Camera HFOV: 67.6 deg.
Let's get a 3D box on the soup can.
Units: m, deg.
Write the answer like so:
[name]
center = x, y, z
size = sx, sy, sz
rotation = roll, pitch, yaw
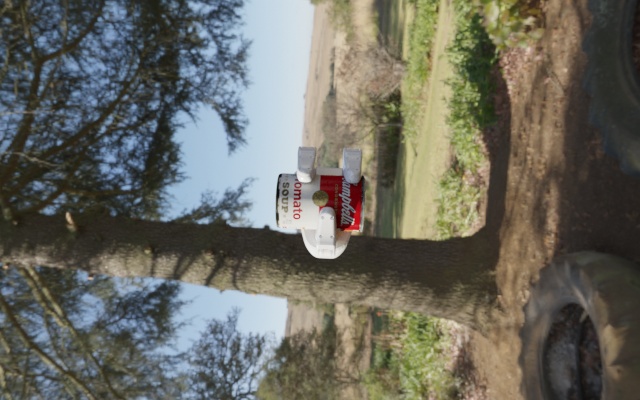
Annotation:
[soup can]
center = 0.000, 0.002, 0.572
size = 0.102, 0.068, 0.068
rotation = 3, 0, 1
